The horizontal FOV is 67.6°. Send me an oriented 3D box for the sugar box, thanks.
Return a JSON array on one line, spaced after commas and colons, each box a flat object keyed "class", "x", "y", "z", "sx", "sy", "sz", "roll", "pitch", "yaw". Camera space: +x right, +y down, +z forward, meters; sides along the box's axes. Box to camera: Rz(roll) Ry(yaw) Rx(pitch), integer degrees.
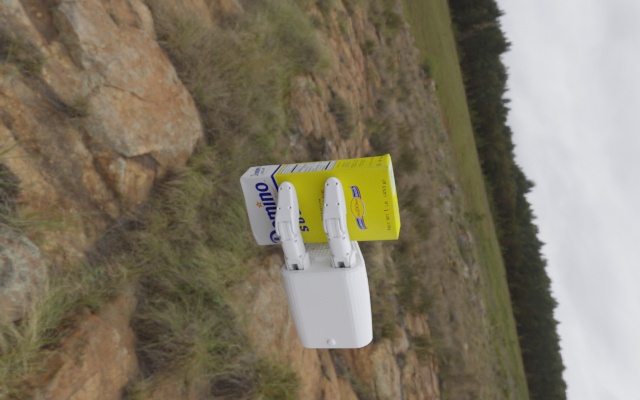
[{"class": "sugar box", "x": 0.000, "y": 0.002, "z": 0.564, "sx": 0.176, "sy": 0.093, "sz": 0.048, "roll": -6, "pitch": 23, "yaw": 14}]
